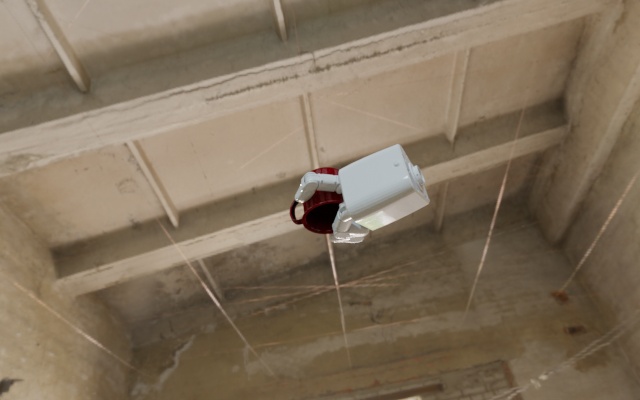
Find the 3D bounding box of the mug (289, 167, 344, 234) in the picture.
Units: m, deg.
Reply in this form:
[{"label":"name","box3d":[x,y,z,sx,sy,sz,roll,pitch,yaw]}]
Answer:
[{"label":"mug","box3d":[-0.001,0.003,0.814,0.117,0.081,0.093,-24,-39,18]}]
